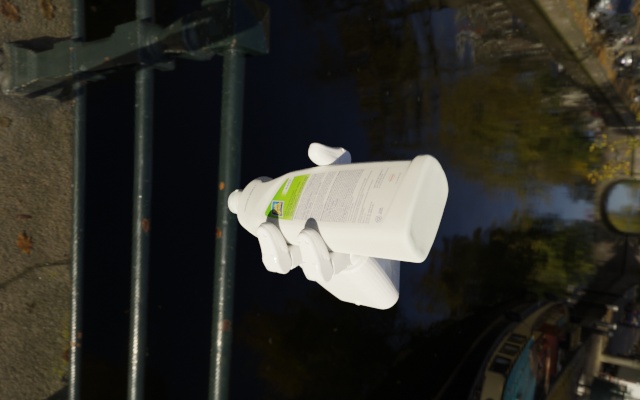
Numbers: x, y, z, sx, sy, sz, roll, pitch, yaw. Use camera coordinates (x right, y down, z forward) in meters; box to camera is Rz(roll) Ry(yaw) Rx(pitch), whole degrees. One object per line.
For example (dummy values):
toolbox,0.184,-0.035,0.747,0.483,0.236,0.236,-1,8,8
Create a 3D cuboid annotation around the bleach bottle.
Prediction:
bleach bottle,0.000,0.002,0.515,0.251,0.102,0.068,4,-31,37
